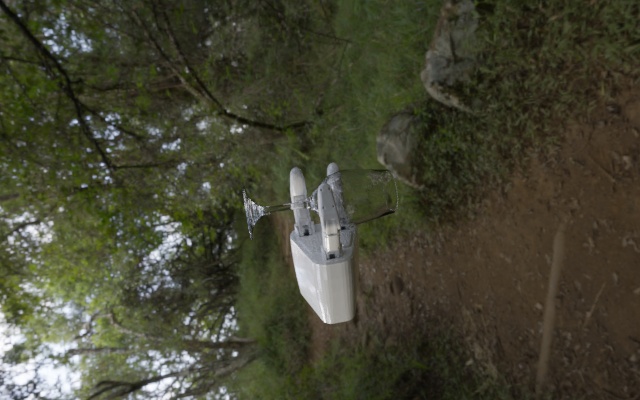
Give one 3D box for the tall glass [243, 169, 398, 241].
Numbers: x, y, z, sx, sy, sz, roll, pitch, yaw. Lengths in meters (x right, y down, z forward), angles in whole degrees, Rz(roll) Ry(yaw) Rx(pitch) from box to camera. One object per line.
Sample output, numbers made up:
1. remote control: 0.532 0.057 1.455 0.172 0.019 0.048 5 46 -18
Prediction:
1. tall glass: -0.001 0.002 0.651 0.201 0.079 0.079 -9 1 -6
